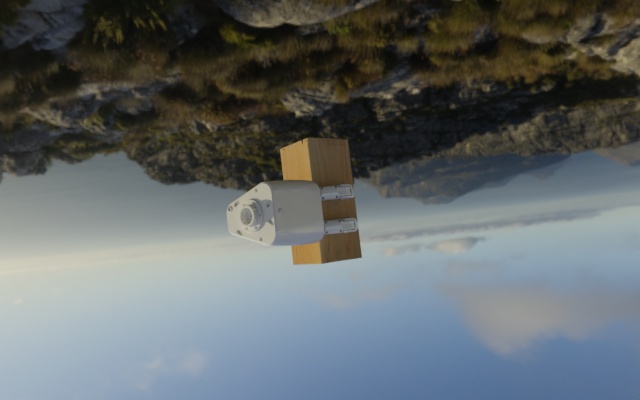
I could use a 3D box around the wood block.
[{"bbox_3d":[0.000,0.003,0.829,0.090,0.206,0.091,-3,-5,-38],"label":"wood block"}]
